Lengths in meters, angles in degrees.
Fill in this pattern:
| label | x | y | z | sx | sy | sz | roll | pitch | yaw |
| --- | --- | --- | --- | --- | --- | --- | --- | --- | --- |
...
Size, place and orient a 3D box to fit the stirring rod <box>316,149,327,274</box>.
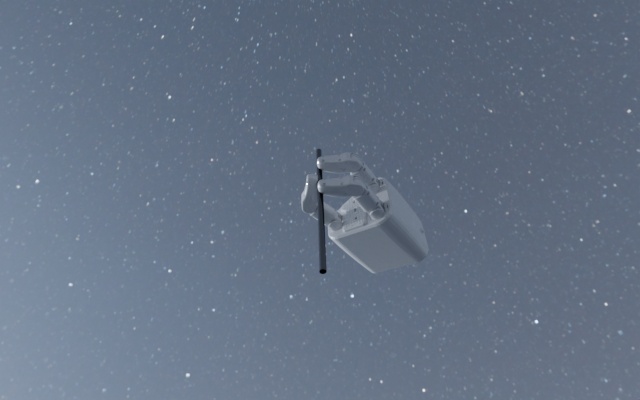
| label | x | y | z | sx | sy | sz | roll | pitch | yaw |
| --- | --- | --- | --- | --- | --- | --- | --- | --- | --- |
| stirring rod | 0.000 | 0.002 | 0.611 | 0.011 | 0.011 | 0.239 | 0 | 39 | -2 |
